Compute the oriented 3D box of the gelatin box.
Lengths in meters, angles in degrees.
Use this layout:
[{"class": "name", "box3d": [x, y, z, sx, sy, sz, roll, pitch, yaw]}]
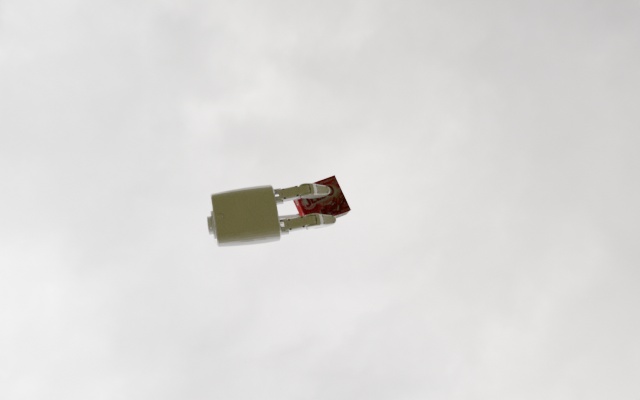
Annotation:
[{"class": "gelatin box", "box3d": [0.000, 0.003, 0.857, 0.089, 0.073, 0.030, -20, -13, -23]}]
